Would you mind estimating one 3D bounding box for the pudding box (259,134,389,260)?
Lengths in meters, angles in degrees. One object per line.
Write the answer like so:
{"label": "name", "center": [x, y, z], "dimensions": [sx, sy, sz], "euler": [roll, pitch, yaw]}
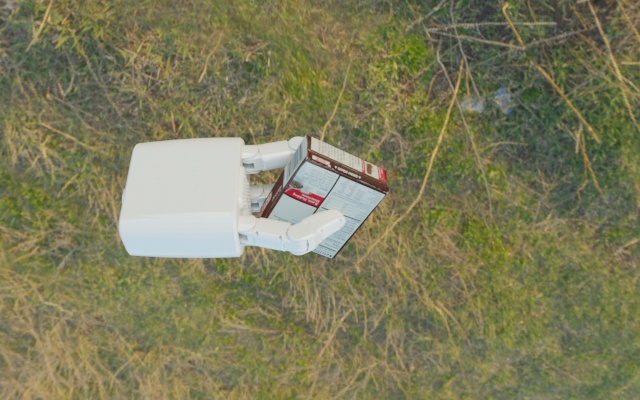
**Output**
{"label": "pudding box", "center": [0.000, 0.002, 0.471], "dimensions": [0.090, 0.039, 0.113], "euler": [22, -49, -18]}
